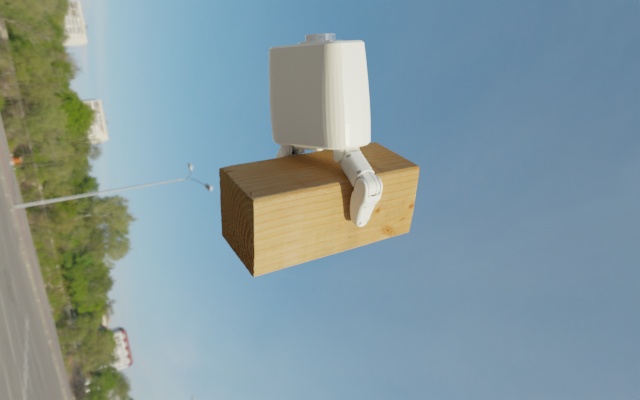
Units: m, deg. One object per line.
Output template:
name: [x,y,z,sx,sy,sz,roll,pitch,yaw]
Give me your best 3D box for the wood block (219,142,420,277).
wood block: [0.000,0.002,0.541,0.206,0.090,0.090,-13,32,-29]
